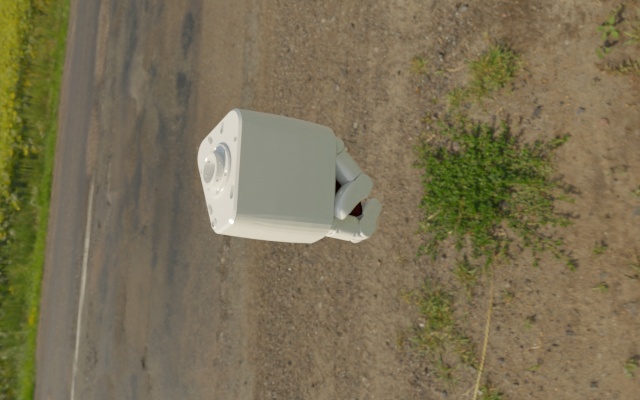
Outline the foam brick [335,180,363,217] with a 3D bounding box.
[{"bbox_3d":[0.000,0.002,0.530,0.051,0.053,0.078,7,-25,-36],"label":"foam brick"}]
